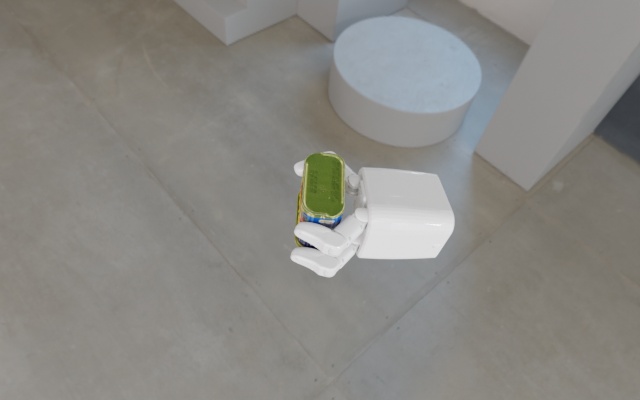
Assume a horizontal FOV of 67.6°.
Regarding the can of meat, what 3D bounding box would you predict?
[{"bbox_3d":[0.000,0.002,0.605,0.057,0.102,0.084,5,-35,-5],"label":"can of meat"}]
